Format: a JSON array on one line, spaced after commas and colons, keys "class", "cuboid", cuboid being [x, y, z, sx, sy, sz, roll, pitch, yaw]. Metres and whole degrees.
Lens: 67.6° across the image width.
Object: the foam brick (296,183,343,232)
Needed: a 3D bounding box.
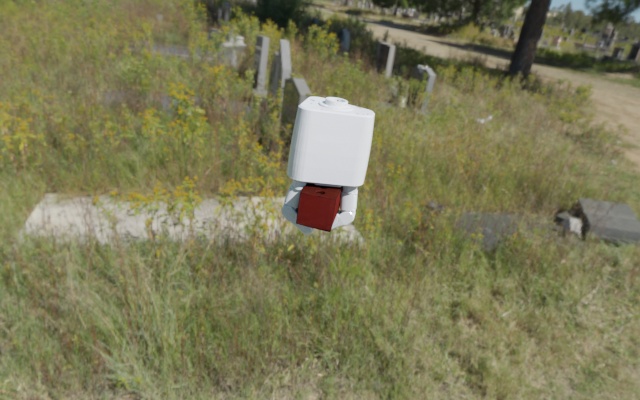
[{"class": "foam brick", "cuboid": [0.000, 0.002, 0.698, 0.053, 0.051, 0.078, 12, 24, 6]}]
